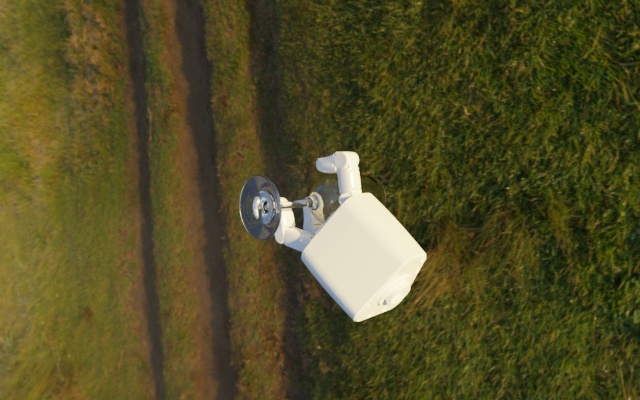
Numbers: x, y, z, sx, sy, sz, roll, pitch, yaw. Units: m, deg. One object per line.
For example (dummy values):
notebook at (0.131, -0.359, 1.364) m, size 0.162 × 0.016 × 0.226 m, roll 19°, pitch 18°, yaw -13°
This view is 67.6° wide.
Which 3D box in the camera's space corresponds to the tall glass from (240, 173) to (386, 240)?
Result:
tall glass at (0.000, 0.002, 0.612) m, size 0.079 × 0.079 × 0.201 m, roll 0°, pitch 4°, yaw 44°
